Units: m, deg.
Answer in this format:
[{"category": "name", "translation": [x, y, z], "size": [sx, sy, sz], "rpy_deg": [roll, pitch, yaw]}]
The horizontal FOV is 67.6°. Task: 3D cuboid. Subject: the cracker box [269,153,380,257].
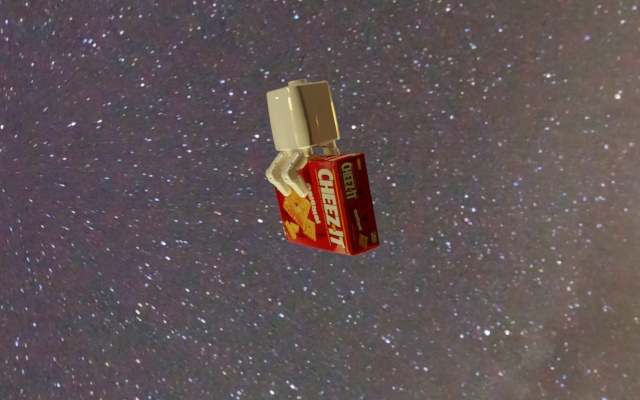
[{"category": "cracker box", "translation": [0.000, 0.003, 0.865], "size": [0.072, 0.164, 0.213], "rpy_deg": [-19, 13, -32]}]
